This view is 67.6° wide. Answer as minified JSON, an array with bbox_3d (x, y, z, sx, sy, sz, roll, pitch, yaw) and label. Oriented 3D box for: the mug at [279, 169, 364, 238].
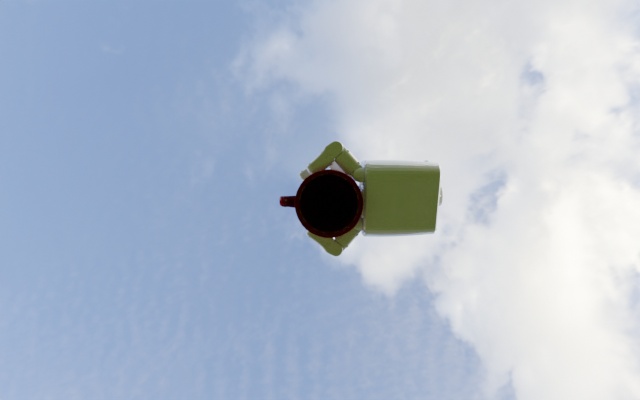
[{"bbox_3d":[-0.001,0.002,0.683,0.117,0.093,0.081,-2,4,1],"label":"mug"}]
